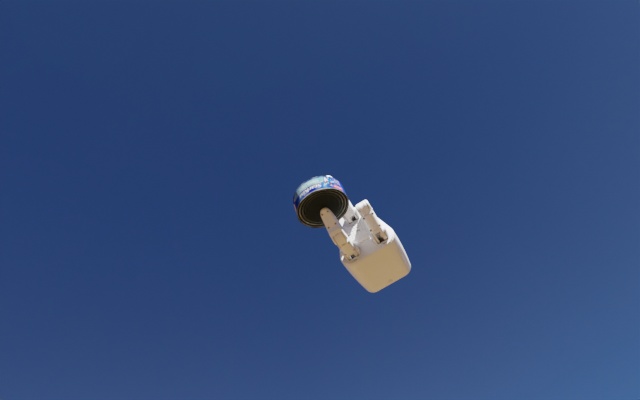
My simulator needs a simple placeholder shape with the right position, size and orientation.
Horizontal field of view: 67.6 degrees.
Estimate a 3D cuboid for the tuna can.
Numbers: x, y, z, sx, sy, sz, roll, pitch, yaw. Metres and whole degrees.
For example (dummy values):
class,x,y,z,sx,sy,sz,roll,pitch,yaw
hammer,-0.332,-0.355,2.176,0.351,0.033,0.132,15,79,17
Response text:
class,x,y,z,sx,sy,sz,roll,pitch,yaw
tuna can,0.000,0.002,0.763,0.086,0.086,0.033,0,42,-20
